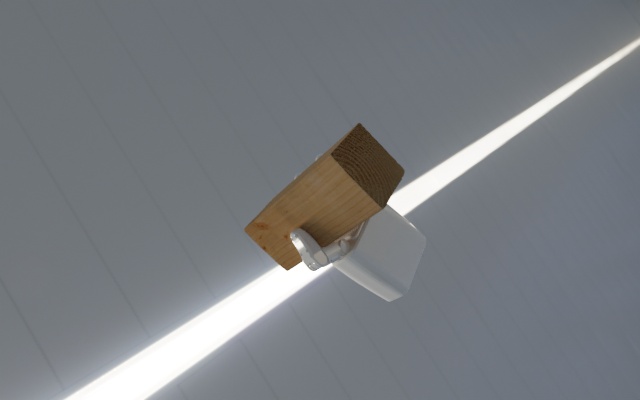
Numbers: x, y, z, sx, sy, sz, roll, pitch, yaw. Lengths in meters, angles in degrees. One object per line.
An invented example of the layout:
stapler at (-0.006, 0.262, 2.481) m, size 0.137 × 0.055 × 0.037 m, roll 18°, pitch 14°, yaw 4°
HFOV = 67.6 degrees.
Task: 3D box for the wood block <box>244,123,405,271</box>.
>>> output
wood block at (0.000, 0.003, 0.639) m, size 0.206 × 0.090 × 0.090 m, roll -38°, pitch 10°, yaw 42°
